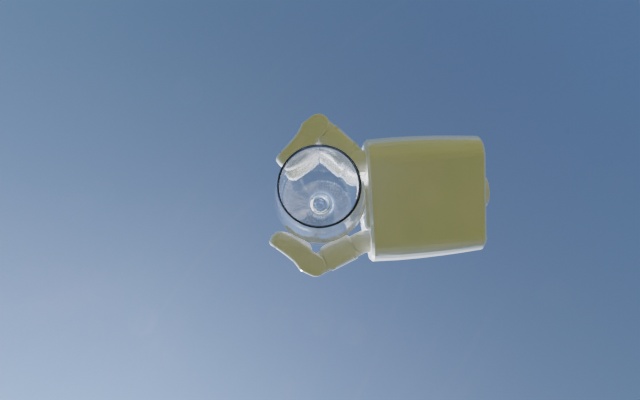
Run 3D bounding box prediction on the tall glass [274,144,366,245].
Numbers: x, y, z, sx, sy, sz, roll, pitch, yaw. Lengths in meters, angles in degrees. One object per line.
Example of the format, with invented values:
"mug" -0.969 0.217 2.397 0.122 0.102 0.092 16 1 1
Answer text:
"tall glass" 0.000 0.002 0.442 0.079 0.079 0.201 0 -7 1
